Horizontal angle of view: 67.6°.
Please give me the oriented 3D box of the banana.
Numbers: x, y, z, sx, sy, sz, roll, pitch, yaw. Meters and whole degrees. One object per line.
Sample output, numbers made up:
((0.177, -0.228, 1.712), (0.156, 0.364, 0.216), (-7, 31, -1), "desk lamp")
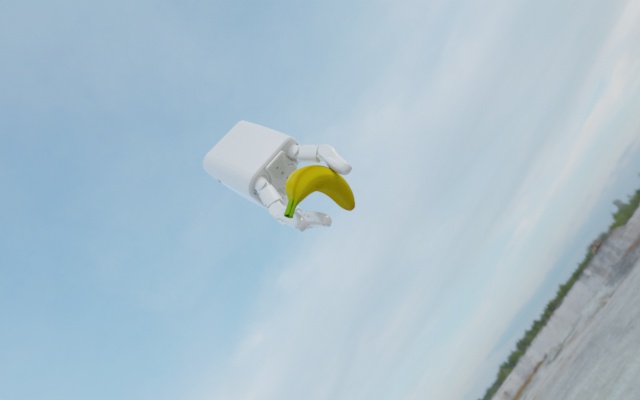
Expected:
((0.001, -0.016, 0.682), (0.037, 0.069, 0.198), (13, 8, 29), "banana")
